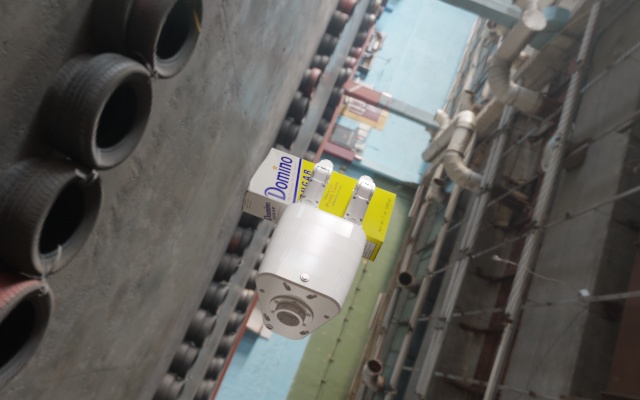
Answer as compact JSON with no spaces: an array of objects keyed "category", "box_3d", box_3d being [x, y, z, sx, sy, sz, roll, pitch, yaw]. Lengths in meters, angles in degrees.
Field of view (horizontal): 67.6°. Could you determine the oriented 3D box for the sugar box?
[{"category":"sugar box","box_3d":[0.000,0.002,0.604,0.176,0.048,0.093,22,44,1]}]
